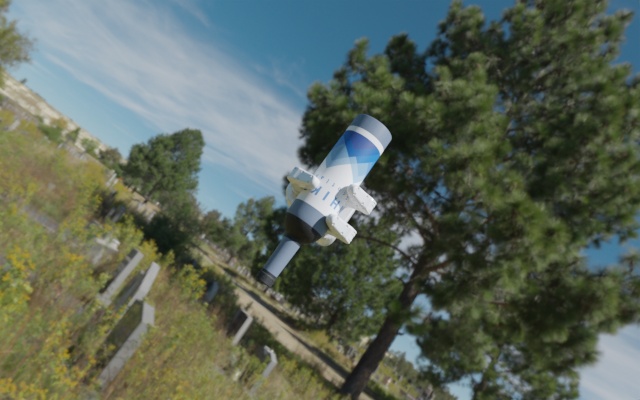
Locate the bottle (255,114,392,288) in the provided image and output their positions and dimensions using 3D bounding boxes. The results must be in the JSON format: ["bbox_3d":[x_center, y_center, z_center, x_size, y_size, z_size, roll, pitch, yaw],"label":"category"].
[{"bbox_3d":[0.000,0.002,0.723,0.069,0.295,0.069,34,-12,8],"label":"bottle"}]
